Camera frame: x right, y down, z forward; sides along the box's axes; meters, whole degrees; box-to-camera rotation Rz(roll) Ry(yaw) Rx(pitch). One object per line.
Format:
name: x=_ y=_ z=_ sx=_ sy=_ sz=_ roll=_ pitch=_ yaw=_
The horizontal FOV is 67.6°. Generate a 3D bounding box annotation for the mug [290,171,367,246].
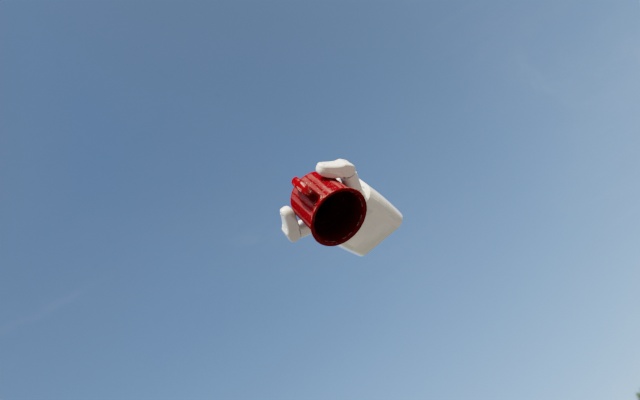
mug: x=-0.001 y=0.002 z=0.694 sx=0.117 sy=0.093 sz=0.081 roll=35 pitch=4 yaw=-40
